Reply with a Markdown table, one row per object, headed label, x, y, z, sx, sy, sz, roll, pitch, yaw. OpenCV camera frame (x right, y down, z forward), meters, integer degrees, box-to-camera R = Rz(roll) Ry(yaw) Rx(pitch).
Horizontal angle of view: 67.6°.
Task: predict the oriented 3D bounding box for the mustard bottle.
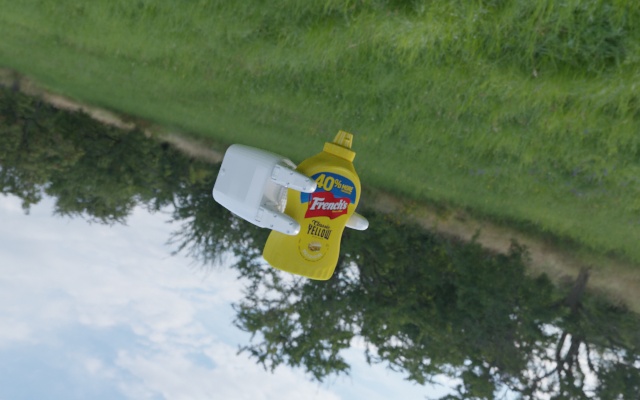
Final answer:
| label | x | y | z | sx | sy | sz | roll | pitch | yaw |
| --- | --- | --- | --- | --- | --- | --- | --- | --- | --- |
| mustard bottle | 0.000 | 0.002 | 0.618 | 0.096 | 0.191 | 0.058 | 18 | 4 | -26 |
